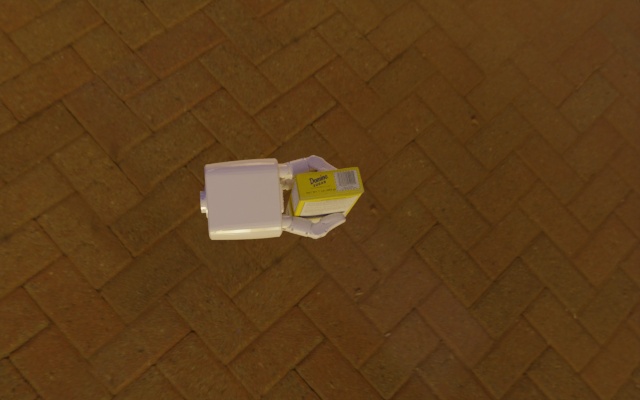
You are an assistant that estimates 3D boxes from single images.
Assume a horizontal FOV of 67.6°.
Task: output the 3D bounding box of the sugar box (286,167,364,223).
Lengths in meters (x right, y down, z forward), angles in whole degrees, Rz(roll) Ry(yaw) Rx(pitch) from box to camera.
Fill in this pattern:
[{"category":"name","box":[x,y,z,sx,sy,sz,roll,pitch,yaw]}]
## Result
[{"category":"sugar box","box":[0.000,0.002,0.737,0.093,0.048,0.176,-7,-14,-12]}]
